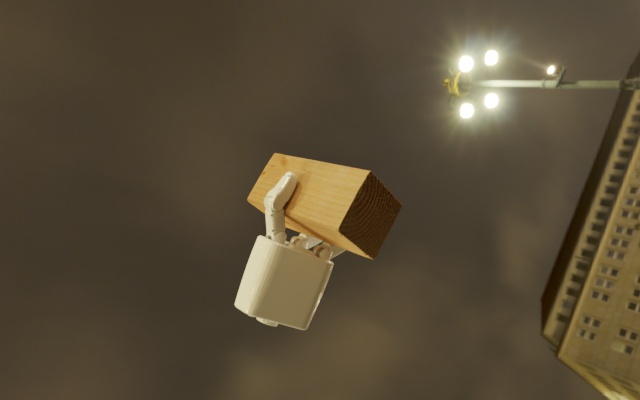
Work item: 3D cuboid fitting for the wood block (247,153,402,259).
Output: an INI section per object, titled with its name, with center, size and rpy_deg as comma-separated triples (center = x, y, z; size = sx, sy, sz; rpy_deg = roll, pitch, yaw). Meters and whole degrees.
[wood block]
center = 0.000, 0.002, 0.691
size = 0.206, 0.090, 0.091
rpy_deg = 16, -19, 47
